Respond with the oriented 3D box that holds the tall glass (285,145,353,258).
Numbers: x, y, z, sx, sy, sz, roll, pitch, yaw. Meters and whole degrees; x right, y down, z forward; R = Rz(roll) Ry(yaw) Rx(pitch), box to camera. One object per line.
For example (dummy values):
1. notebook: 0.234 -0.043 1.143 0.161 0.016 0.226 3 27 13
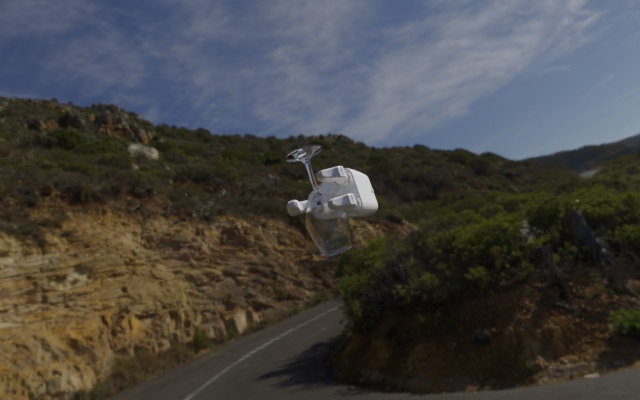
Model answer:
1. tall glass: 0.000 0.002 0.888 0.079 0.201 0.079 -18 -10 -3
